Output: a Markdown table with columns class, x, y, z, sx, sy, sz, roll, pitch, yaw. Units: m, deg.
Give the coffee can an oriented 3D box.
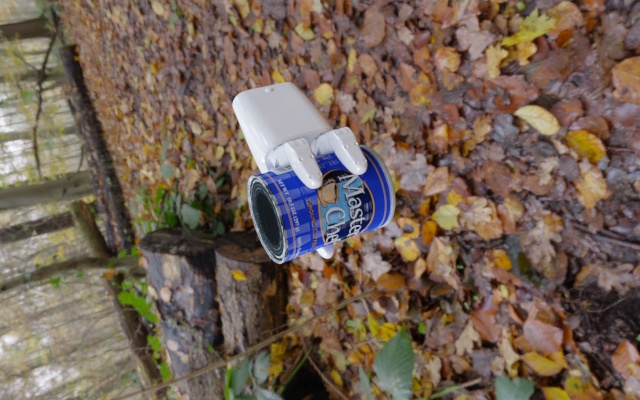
| class | x | y | z | sx | sy | sz | roll | pitch | yaw |
| --- | --- | --- | --- | --- | --- | --- | --- | --- | --- |
| coffee can | 0.000 | 0.002 | 0.552 | 0.140 | 0.103 | 0.103 | -18 | 7 | -23 |
